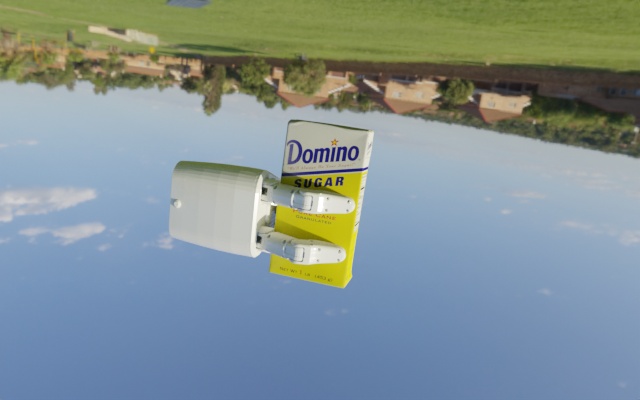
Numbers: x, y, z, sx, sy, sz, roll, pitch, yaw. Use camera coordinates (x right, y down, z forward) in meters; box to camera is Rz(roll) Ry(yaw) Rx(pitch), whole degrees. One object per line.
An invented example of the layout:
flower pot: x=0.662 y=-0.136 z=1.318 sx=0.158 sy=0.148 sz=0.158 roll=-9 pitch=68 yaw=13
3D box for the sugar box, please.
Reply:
sugar box: x=0.000 y=0.002 z=0.538 sx=0.093 sy=0.176 sz=0.048 roll=10 pitch=12 yaw=12
